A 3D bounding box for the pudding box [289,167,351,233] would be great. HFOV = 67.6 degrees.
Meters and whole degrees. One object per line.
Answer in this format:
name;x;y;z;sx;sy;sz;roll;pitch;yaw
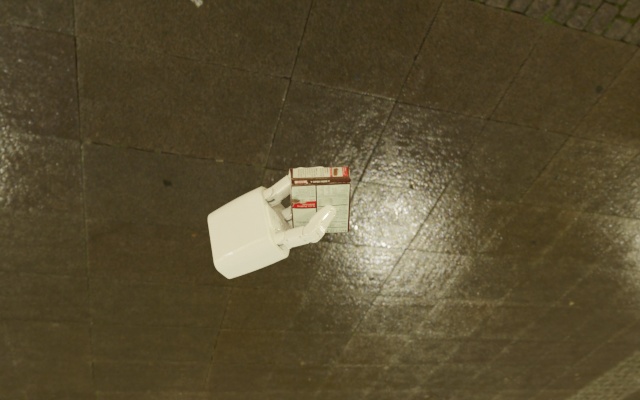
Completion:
pudding box;0.000;0.002;0.721;0.090;0.039;0.114;-3;-43;-2
